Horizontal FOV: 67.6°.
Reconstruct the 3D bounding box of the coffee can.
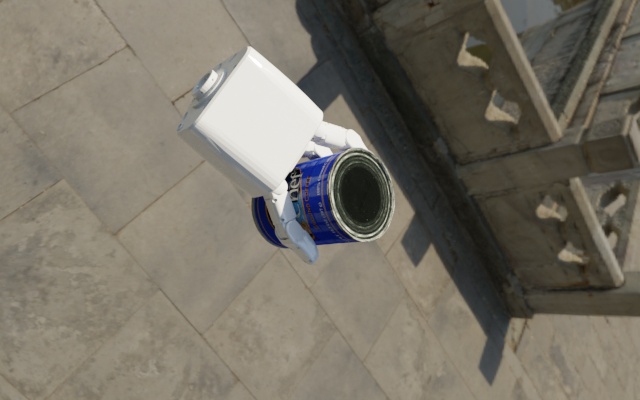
[{"bbox_3d":[0.000,0.002,0.560,0.103,0.103,0.140,0,-7,-42],"label":"coffee can"}]
